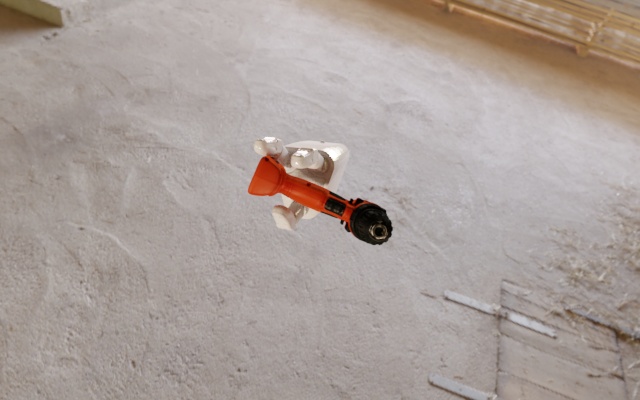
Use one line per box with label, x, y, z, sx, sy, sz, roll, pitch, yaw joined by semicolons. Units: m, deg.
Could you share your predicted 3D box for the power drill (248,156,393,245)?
power drill;0.000;0.002;0.636;0.187;0.057;0.184;25;1;-5
